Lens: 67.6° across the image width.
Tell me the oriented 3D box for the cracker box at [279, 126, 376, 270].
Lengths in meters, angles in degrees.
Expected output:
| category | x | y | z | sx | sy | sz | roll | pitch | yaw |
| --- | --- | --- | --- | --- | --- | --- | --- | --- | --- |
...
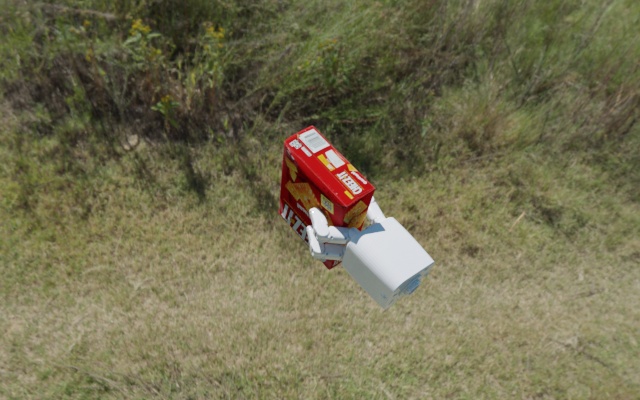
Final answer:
| category | x | y | z | sx | sy | sz | roll | pitch | yaw |
| --- | --- | --- | --- | --- | --- | --- | --- | --- | --- |
| cracker box | 0.000 | 0.003 | 0.842 | 0.072 | 0.164 | 0.214 | -31 | -26 | -26 |
